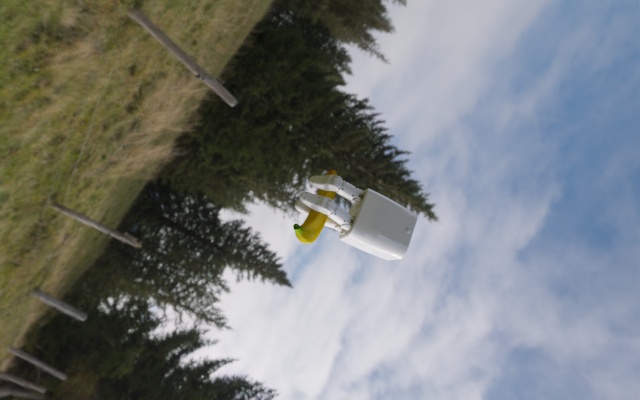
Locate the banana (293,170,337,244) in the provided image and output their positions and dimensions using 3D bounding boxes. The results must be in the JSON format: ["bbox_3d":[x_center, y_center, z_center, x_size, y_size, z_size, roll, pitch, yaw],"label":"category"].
[{"bbox_3d":[-0.004,0.019,0.862,0.037,0.070,0.197,18,37,9],"label":"banana"}]
